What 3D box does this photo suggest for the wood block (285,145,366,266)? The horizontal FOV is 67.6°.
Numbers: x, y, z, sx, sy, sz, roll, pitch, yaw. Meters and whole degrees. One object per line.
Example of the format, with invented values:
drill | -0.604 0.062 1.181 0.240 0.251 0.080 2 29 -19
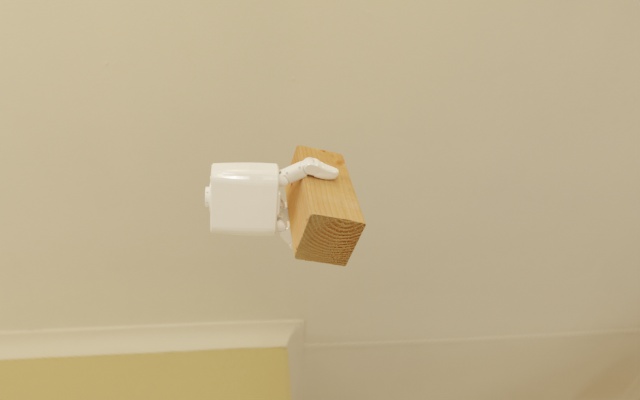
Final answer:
wood block | 0.000 0.002 0.801 0.090 0.091 0.206 11 33 -17
